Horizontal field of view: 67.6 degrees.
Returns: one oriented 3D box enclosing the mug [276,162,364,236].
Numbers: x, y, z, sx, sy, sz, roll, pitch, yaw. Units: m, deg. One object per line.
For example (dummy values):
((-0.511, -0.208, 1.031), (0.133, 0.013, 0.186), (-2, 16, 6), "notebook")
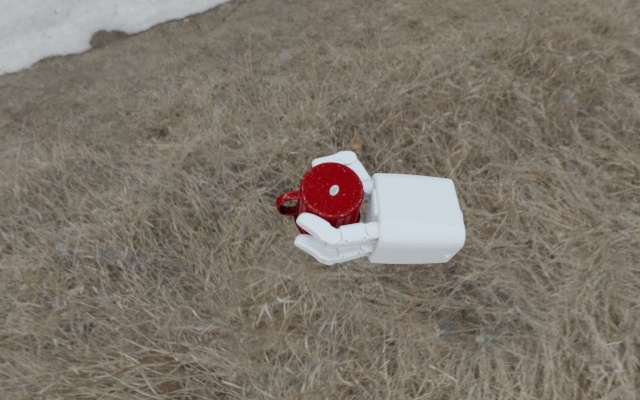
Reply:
((-0.001, 0.002, 0.628), (0.117, 0.093, 0.081), (1, -26, -4), "mug")
